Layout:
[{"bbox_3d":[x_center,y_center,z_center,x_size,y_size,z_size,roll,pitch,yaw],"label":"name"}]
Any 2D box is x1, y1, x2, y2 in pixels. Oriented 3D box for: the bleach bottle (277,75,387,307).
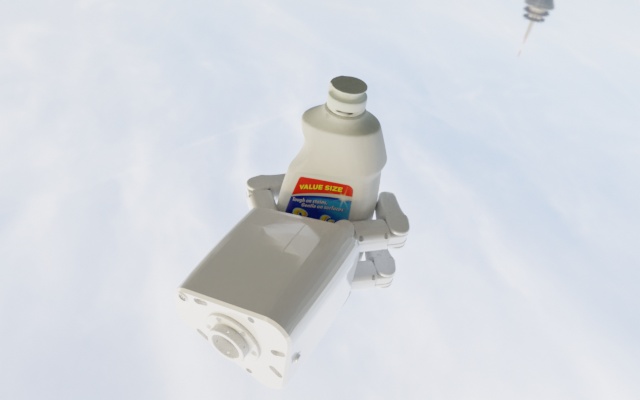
[{"bbox_3d":[0.000,0.002,0.445,0.102,0.251,0.068,24,44,16],"label":"bleach bottle"}]
